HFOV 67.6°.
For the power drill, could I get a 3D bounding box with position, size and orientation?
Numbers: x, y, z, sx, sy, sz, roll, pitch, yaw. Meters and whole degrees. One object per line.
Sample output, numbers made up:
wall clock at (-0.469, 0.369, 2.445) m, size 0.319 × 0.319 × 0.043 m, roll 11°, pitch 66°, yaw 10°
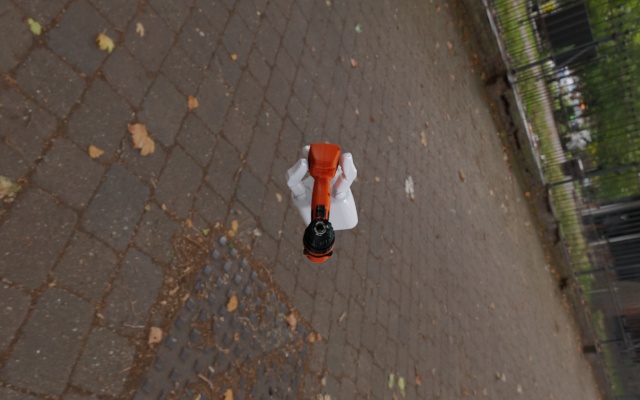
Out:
power drill at (0.000, 0.002, 0.805) m, size 0.057 × 0.187 × 0.184 m, roll 6°, pitch -17°, yaw -2°
